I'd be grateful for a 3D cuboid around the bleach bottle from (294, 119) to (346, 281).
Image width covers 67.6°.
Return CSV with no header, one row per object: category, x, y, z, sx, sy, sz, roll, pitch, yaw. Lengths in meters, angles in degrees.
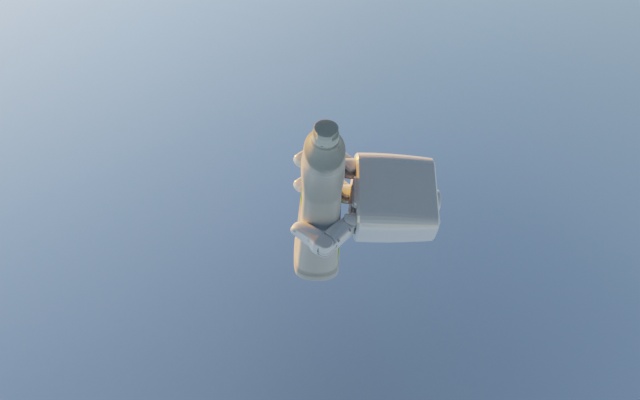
bleach bottle,0.000,0.002,0.628,0.068,0.102,0.251,1,-38,-2
